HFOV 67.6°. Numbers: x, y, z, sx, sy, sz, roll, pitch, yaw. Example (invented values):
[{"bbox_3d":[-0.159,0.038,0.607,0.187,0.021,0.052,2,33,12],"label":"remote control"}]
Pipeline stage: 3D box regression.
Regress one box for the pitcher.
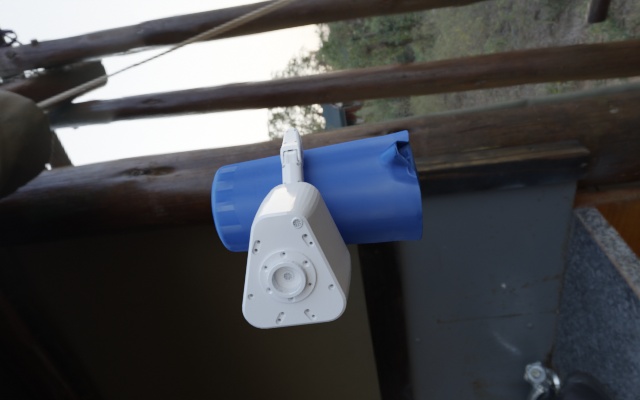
[{"bbox_3d":[0.000,0.002,0.594,0.243,0.149,0.145,-7,16,5],"label":"pitcher"}]
